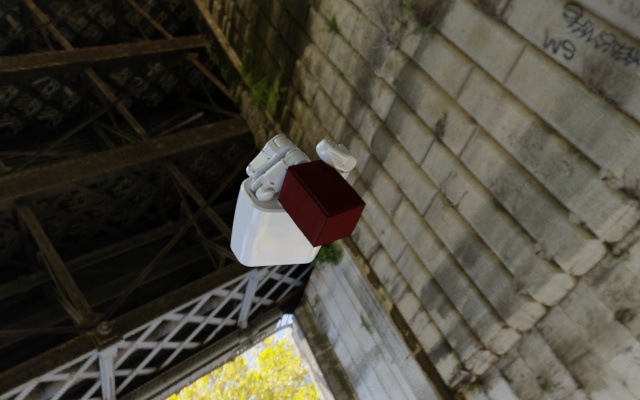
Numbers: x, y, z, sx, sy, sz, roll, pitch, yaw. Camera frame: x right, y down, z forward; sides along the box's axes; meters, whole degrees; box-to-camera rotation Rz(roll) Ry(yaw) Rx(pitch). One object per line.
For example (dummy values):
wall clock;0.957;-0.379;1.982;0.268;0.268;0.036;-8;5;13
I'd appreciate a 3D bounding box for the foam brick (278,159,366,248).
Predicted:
foam brick;0.000;0.002;0.508;0.053;0.051;0.078;-15;52;-35
